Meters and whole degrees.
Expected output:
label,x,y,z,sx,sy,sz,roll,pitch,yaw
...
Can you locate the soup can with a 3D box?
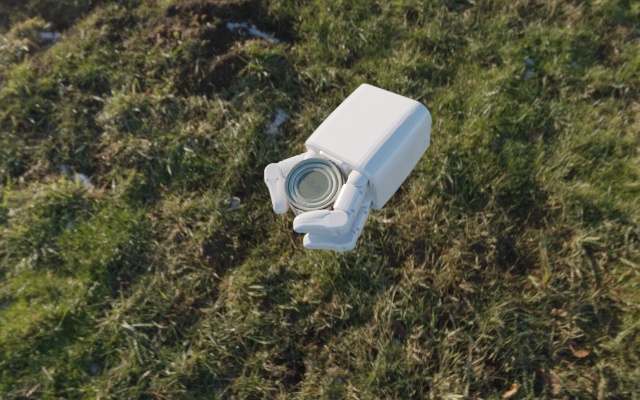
label,x,y,z,sx,sy,sz,roll,pitch,yaw
soup can,0.000,0.002,0.563,0.068,0.068,0.102,0,-24,10
